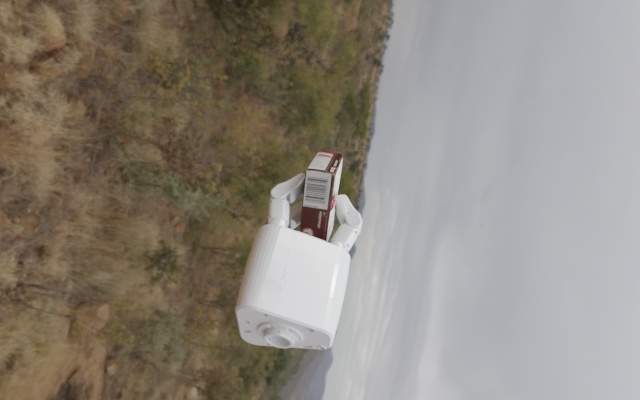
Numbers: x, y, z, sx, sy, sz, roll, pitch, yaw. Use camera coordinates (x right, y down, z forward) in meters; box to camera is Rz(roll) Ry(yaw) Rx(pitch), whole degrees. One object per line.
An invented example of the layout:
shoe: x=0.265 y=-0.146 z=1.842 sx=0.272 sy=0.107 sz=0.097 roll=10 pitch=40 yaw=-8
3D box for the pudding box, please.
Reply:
pudding box: x=0.000 y=0.002 z=0.614 sx=0.039 sy=0.113 sz=0.090 roll=11 pitch=22 yaw=5
